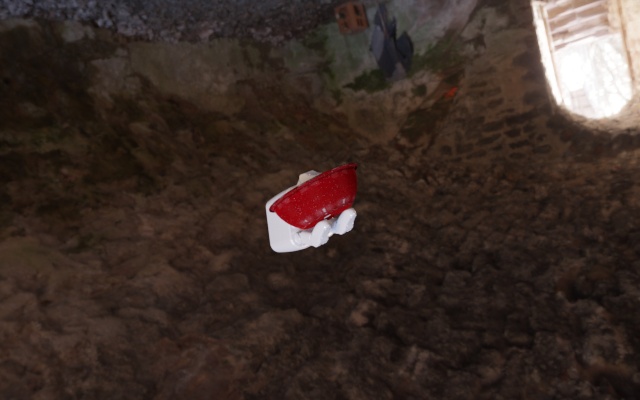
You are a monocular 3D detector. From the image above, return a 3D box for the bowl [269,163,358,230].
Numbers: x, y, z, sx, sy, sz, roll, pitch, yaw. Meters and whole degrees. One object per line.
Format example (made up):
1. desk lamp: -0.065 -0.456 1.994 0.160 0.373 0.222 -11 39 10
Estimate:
1. bowl: 0.001 0.003 0.770 0.162 0.055 0.162 -27 -9 -4
